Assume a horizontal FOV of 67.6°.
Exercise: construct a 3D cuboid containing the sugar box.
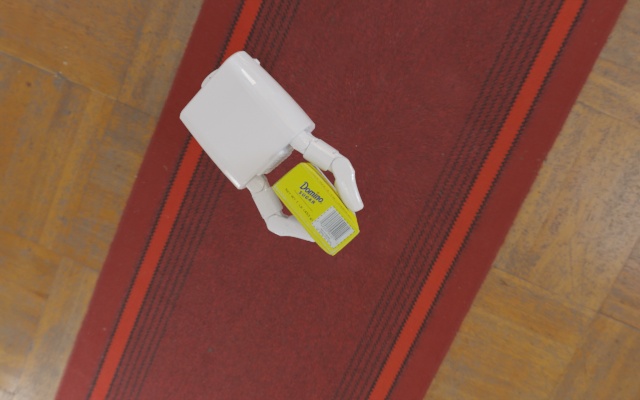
[{"bbox_3d":[0.000,0.001,0.555,0.048,0.093,0.176,-39,2,7],"label":"sugar box"}]
